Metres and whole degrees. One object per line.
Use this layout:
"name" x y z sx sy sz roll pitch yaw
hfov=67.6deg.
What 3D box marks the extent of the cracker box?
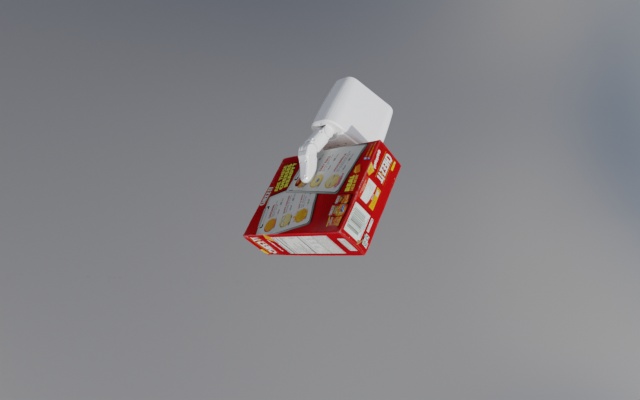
"cracker box" 0.000 0.002 0.736 0.214 0.164 0.072 -6 -41 45
